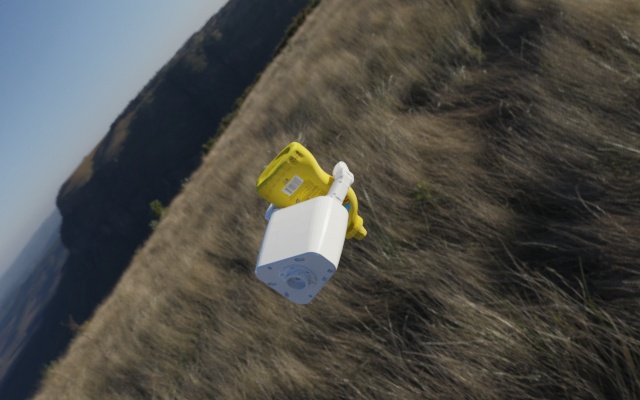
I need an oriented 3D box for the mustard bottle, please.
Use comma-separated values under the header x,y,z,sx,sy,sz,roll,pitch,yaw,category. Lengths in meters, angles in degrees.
x,y,z,sx,sy,sz,roll,pitch,yaw,category
0.000,0.002,0.746,0.192,0.096,0.058,39,14,-21,mustard bottle
